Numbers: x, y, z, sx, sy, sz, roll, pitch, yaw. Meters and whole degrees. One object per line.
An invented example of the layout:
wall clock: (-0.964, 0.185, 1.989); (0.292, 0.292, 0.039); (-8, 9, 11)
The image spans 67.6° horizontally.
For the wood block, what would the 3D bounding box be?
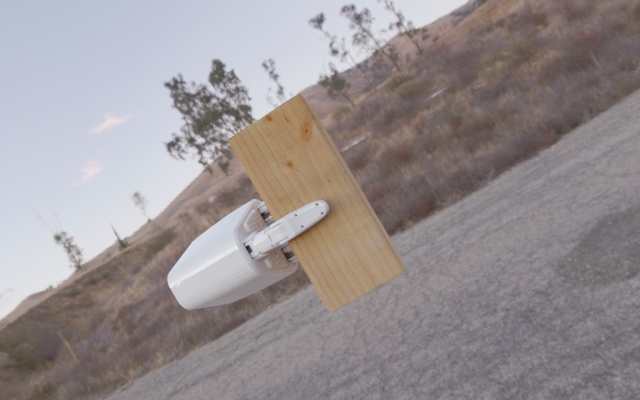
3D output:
wood block: (0.000, 0.002, 0.520); (0.090, 0.206, 0.091); (-31, 0, 8)
